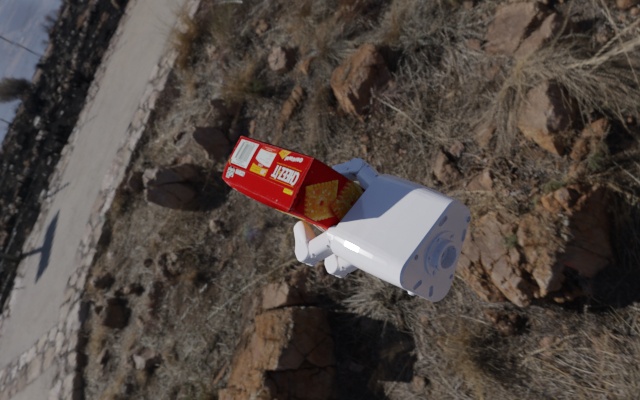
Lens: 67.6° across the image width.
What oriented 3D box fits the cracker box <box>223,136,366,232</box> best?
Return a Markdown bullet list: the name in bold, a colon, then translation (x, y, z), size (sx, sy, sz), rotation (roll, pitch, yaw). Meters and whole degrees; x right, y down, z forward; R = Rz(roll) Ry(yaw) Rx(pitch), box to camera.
- **cracker box**: translation (0.000, 0.002, 0.629), size (0.214, 0.072, 0.164), rotation (30, -5, -41)
